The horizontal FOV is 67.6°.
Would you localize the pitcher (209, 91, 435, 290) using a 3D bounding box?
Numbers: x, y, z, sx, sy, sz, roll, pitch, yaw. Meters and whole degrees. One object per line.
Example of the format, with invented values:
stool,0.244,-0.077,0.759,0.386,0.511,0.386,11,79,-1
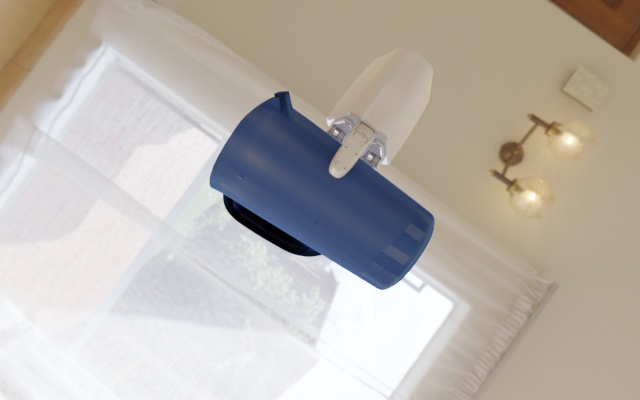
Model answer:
pitcher,0.000,0.002,0.560,0.243,0.145,0.149,35,-9,1
